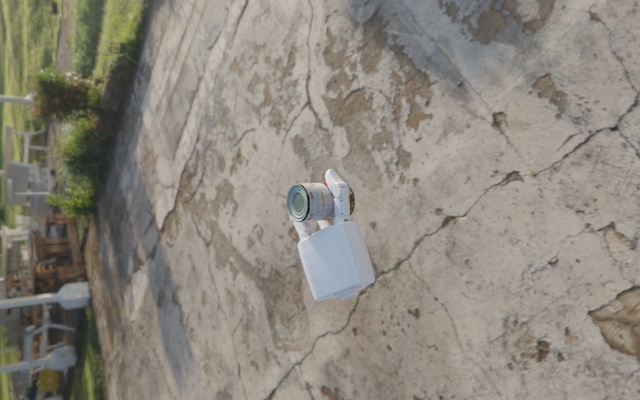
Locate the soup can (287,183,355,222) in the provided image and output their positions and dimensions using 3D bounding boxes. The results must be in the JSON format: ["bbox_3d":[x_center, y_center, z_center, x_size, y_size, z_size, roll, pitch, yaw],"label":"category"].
[{"bbox_3d":[0.000,0.002,0.837,0.102,0.068,0.068,-3,2,-37],"label":"soup can"}]
